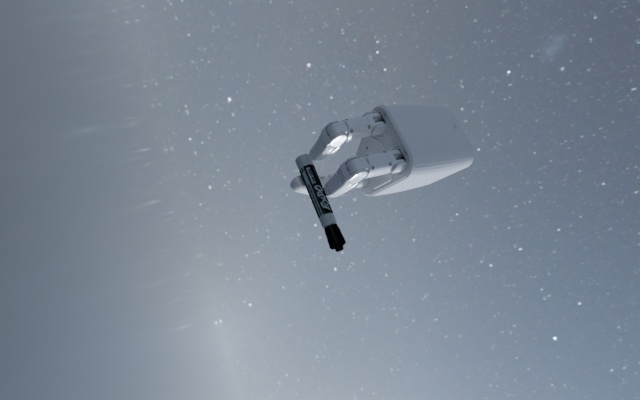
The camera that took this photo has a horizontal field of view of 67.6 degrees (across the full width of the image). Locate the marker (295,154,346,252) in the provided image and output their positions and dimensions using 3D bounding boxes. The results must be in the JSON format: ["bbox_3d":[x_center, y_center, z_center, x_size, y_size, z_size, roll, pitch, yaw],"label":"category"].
[{"bbox_3d":[0.000,0.002,0.535,0.020,0.121,0.020,-19,-23,-8],"label":"marker"}]
